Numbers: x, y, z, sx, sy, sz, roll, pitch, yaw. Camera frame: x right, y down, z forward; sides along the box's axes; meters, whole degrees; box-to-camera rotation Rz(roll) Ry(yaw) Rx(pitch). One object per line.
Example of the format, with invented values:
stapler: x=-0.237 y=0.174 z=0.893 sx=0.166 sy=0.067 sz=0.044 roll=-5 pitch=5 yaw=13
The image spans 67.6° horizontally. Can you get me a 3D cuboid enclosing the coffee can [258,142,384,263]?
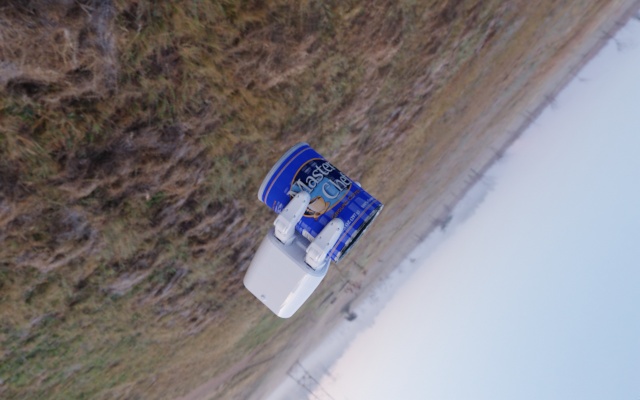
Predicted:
coffee can: x=0.000 y=0.002 z=0.654 sx=0.140 sy=0.103 sz=0.103 roll=39 pitch=8 yaw=10
